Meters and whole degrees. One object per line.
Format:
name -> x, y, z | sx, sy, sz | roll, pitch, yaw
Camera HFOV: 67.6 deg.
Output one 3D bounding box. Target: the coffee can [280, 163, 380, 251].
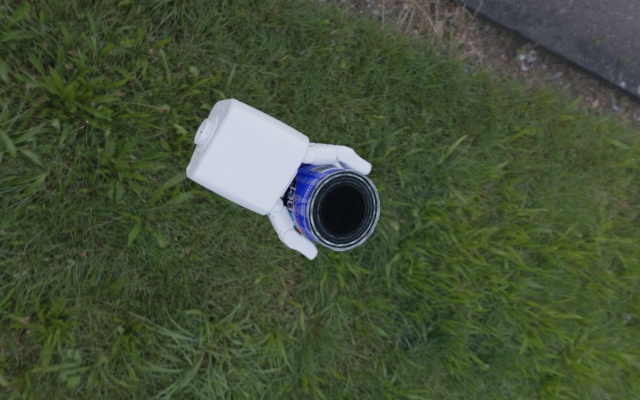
coffee can -> 0.000, 0.002, 0.648 | 0.103, 0.103, 0.140 | 0, 8, -26
